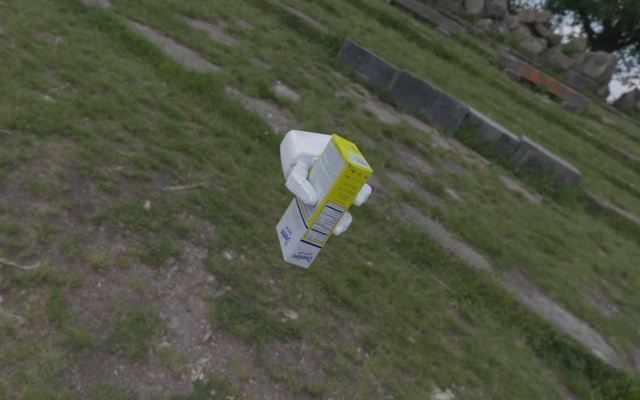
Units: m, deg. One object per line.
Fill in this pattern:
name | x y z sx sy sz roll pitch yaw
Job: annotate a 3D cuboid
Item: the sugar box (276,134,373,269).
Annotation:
sugar box | 0.001 0.002 0.689 0.048 0.176 0.093 20 24 -24
